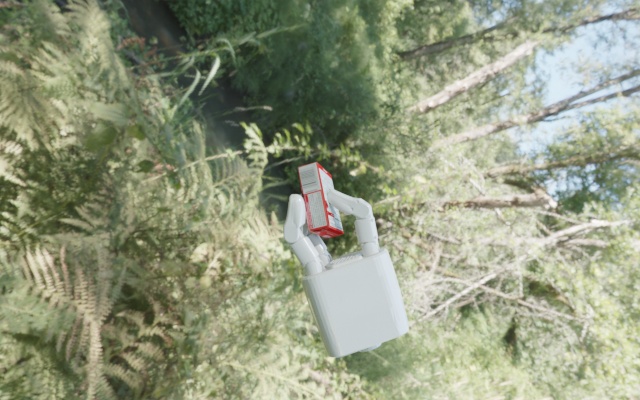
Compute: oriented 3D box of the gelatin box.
[{"bbox_3d":[0.000,0.002,0.631,0.030,0.089,0.073,-14,-13,13],"label":"gelatin box"}]
